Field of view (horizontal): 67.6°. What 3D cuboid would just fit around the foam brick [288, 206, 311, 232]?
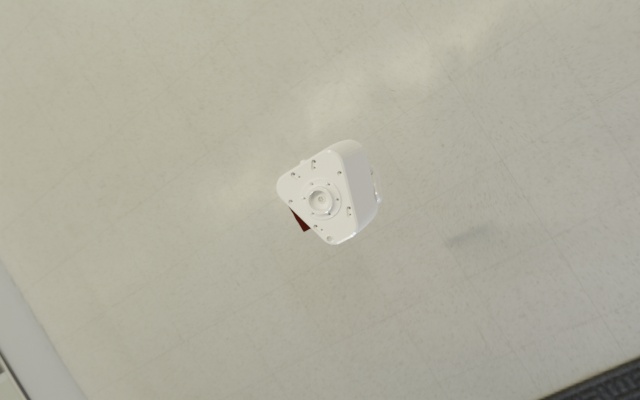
[{"bbox_3d":[0.000,0.002,0.696,0.078,0.053,0.051,-30,2,21],"label":"foam brick"}]
